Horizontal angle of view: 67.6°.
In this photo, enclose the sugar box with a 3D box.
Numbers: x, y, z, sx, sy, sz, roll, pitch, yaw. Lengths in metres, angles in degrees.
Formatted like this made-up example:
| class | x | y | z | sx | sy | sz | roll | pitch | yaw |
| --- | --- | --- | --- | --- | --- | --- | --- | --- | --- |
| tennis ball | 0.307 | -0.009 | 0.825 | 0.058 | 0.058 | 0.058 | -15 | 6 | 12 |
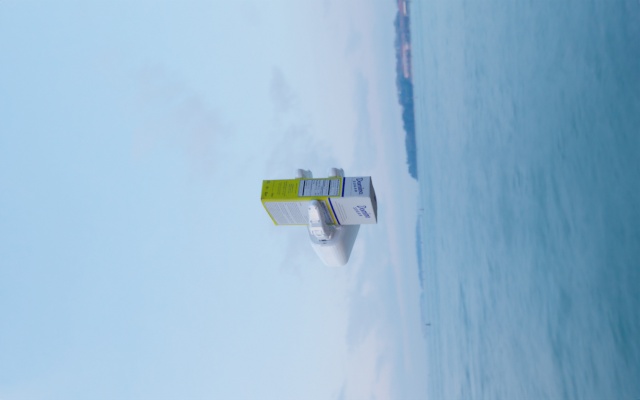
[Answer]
| class | x | y | z | sx | sy | sz | roll | pitch | yaw |
| --- | --- | --- | --- | --- | --- | --- | --- | --- | --- |
| sugar box | 0.000 | 0.002 | 0.770 | 0.176 | 0.048 | 0.093 | -3 | -30 | 12 |
